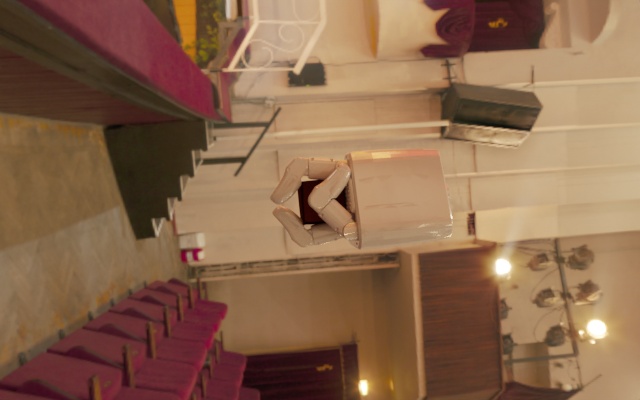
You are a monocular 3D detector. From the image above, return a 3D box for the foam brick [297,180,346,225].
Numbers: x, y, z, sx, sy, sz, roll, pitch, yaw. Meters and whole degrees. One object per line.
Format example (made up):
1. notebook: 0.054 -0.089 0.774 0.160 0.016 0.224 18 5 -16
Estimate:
1. foam brick: 0.000 0.002 0.586 0.051 0.053 0.078 -5 0 -5
